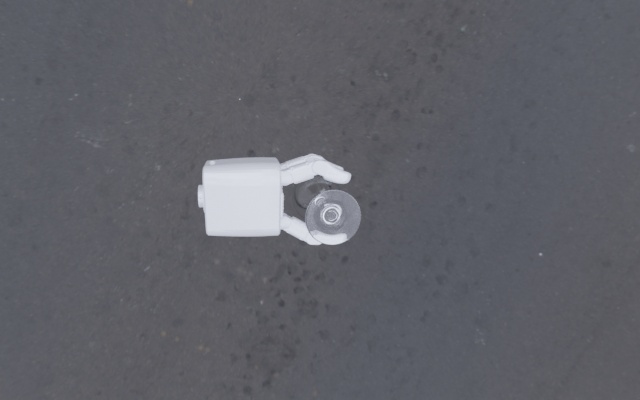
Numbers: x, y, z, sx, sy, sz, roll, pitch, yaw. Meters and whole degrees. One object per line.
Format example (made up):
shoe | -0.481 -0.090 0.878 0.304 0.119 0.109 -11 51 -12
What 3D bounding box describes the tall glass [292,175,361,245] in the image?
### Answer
tall glass | 0.000 0.003 0.717 0.079 0.079 0.201 0 12 -9
